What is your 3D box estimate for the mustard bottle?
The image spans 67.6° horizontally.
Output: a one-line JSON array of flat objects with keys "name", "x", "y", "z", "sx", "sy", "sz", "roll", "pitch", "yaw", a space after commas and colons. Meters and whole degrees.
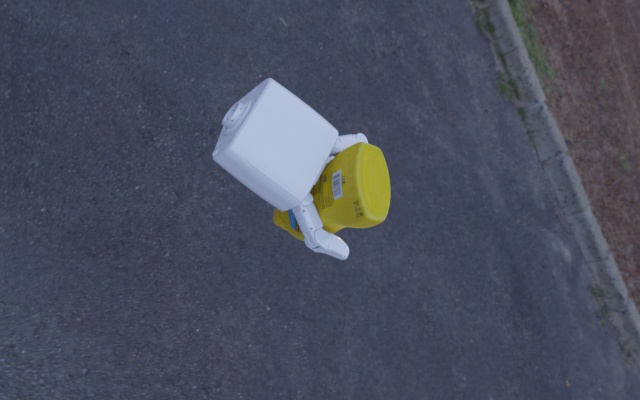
[{"name": "mustard bottle", "x": 0.001, "y": 0.002, "z": 0.604, "sx": 0.058, "sy": 0.096, "sz": 0.192, "roll": 12, "pitch": -23, "yaw": -39}]
